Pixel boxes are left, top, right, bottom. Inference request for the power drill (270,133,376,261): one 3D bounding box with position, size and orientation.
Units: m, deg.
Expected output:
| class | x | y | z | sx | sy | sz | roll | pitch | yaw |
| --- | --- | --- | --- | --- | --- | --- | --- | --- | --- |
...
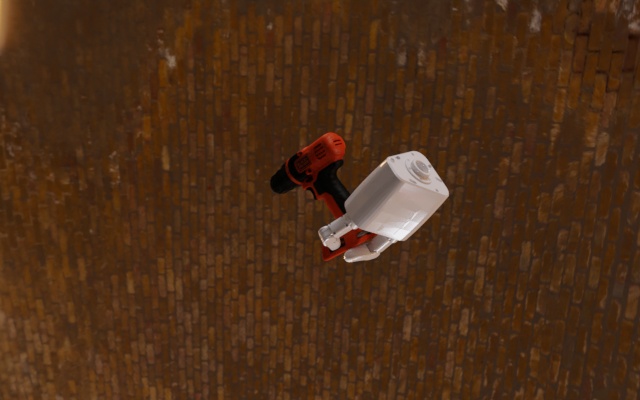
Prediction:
| class | x | y | z | sx | sy | sz | roll | pitch | yaw |
| --- | --- | --- | --- | --- | --- | --- | --- | --- | --- |
| power drill | 0.001 | 0.003 | 0.807 | 0.057 | 0.187 | 0.184 | -23 | -6 | -43 |
